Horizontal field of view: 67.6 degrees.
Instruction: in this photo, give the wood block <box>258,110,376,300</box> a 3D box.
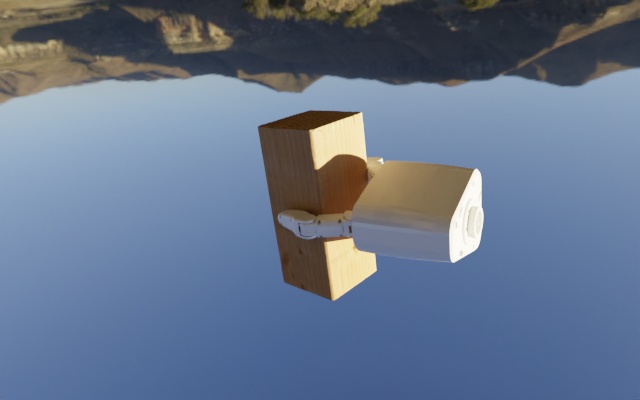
[{"bbox_3d":[0.000,0.002,0.582,0.090,0.206,0.091,12,28,42],"label":"wood block"}]
